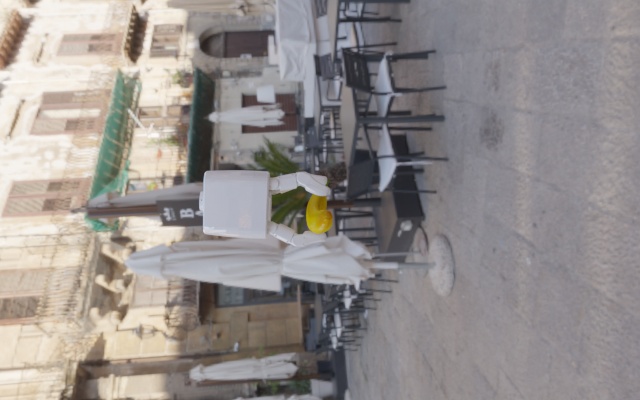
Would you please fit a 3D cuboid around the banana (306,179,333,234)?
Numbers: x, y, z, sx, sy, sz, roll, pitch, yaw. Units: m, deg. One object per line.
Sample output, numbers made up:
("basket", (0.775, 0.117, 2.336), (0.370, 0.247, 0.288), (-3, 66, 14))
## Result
("banana", (-0.003, 0.019, 0.819), (0.037, 0.070, 0.197), (8, 19, -5))
